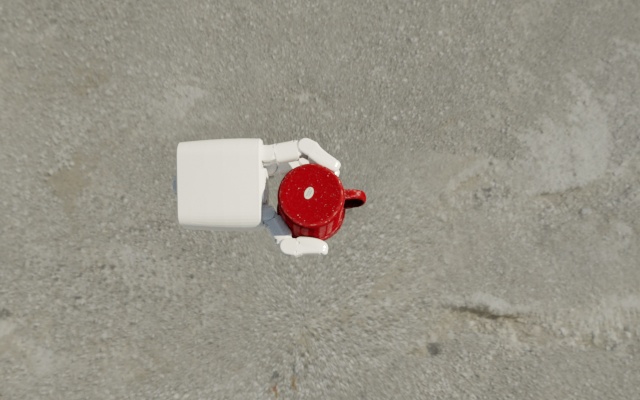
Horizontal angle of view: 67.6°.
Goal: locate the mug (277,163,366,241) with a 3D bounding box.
[{"bbox_3d":[0.002,0.002,0.606,0.117,0.093,0.081,-3,-14,-1],"label":"mug"}]
